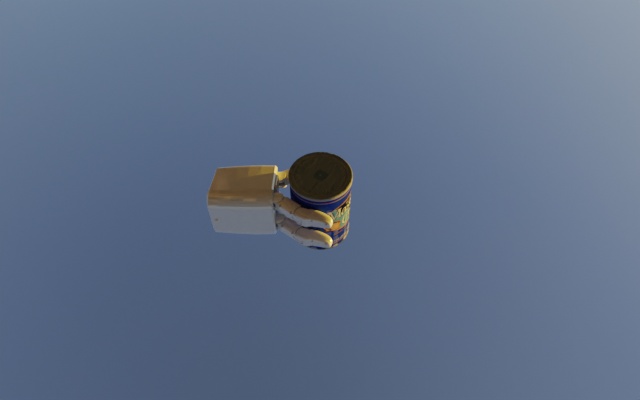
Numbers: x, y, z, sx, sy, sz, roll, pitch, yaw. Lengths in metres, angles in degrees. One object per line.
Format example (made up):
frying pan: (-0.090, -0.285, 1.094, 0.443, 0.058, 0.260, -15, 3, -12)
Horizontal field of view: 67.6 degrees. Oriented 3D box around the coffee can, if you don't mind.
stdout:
coffee can: (0.000, 0.003, 0.810, 0.103, 0.102, 0.140, 0, -39, 0)
